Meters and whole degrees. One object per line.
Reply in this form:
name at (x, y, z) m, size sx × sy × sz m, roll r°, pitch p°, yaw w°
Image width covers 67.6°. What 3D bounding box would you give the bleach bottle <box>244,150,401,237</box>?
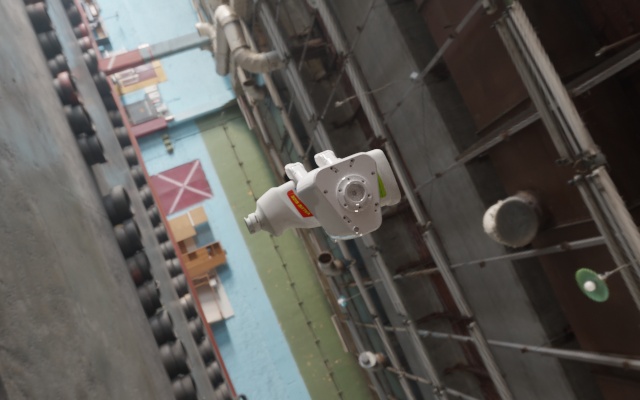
bleach bottle at (0.000, 0.002, 0.785) m, size 0.251 × 0.102 × 0.068 m, roll -22°, pitch 1°, yaw -14°
